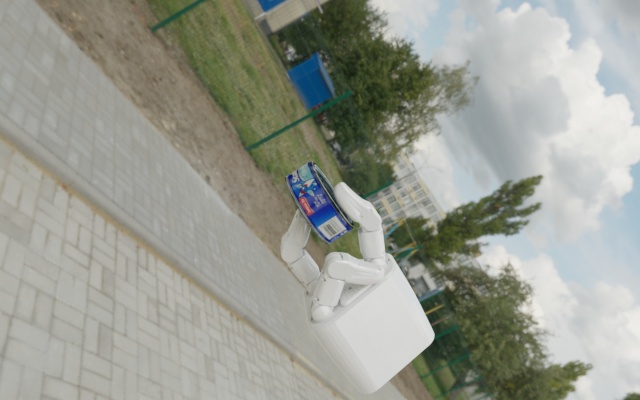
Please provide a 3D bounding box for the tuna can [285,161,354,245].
[{"bbox_3d":[0.001,0.001,0.505,0.034,0.086,0.086,-33,-5,8],"label":"tuna can"}]
